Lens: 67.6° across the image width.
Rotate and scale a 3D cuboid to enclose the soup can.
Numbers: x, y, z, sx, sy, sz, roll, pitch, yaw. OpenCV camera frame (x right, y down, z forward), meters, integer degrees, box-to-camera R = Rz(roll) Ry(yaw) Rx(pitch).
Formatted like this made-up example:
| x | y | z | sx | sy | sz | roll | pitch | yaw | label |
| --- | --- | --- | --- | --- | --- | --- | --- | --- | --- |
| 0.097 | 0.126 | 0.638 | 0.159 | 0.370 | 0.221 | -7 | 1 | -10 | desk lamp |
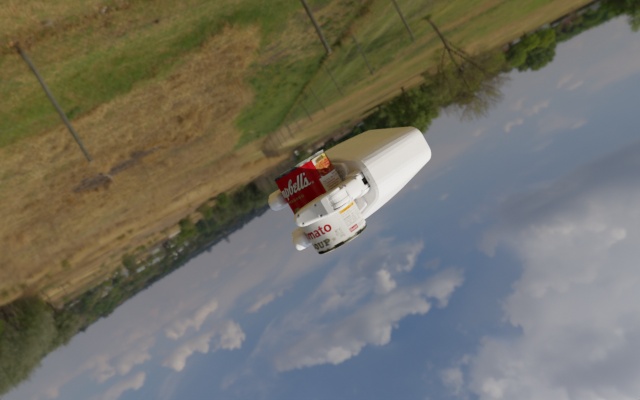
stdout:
| x | y | z | sx | sy | sz | roll | pitch | yaw | label |
| --- | --- | --- | --- | --- | --- | --- | --- | --- | --- |
| 0.000 | 0.002 | 0.550 | 0.068 | 0.102 | 0.068 | -30 | 4 | 3 | soup can |
